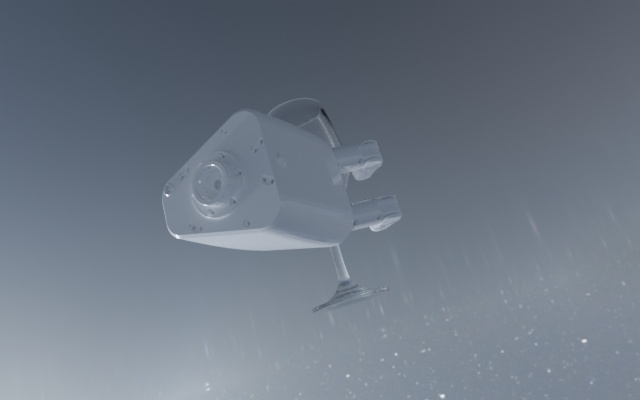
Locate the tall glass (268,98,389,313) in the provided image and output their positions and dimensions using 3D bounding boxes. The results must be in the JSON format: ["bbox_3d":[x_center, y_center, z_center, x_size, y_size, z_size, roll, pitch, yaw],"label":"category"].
[{"bbox_3d":[0.000,0.002,0.467,0.079,0.201,0.079,-15,-17,-5],"label":"tall glass"}]
